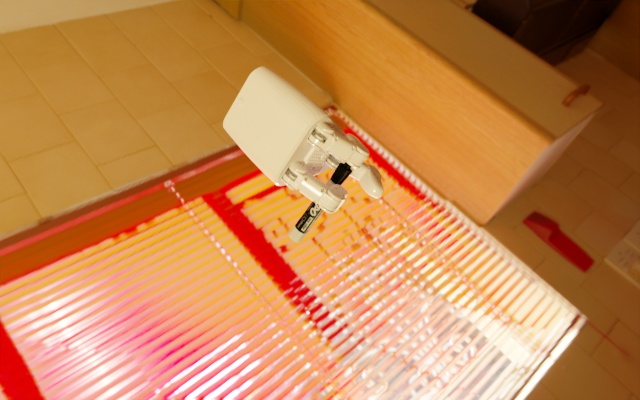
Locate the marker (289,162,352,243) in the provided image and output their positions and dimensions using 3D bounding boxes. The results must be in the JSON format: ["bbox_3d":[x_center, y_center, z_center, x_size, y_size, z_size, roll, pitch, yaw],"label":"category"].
[{"bbox_3d":[0.000,0.002,0.591,0.020,0.121,0.020,31,20,-13],"label":"marker"}]
